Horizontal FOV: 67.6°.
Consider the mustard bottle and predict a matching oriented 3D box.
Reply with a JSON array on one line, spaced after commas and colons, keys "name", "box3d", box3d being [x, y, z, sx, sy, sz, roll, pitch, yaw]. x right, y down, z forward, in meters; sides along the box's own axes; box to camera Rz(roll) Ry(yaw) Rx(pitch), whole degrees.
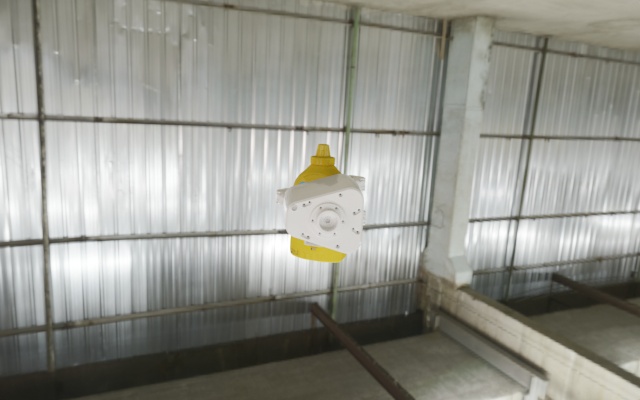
[{"name": "mustard bottle", "box3d": [0.000, 0.003, 0.793, 0.096, 0.192, 0.058, 7, 12, 19]}]
